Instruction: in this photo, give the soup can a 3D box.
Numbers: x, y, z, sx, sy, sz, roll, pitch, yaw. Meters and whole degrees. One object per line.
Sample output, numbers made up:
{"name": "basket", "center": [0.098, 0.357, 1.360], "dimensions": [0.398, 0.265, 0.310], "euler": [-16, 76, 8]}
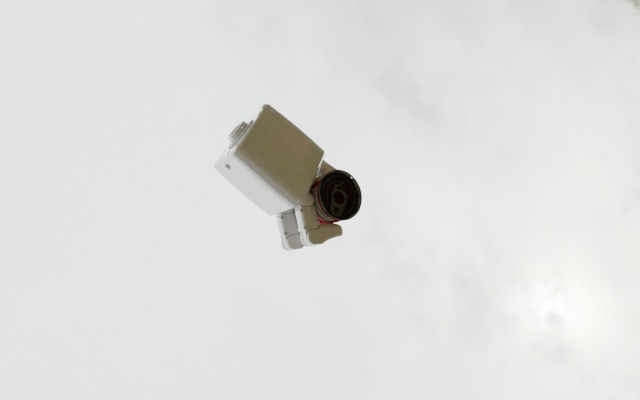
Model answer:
{"name": "soup can", "center": [0.000, 0.002, 0.663], "dimensions": [0.068, 0.068, 0.102], "euler": [0, -11, -33]}
